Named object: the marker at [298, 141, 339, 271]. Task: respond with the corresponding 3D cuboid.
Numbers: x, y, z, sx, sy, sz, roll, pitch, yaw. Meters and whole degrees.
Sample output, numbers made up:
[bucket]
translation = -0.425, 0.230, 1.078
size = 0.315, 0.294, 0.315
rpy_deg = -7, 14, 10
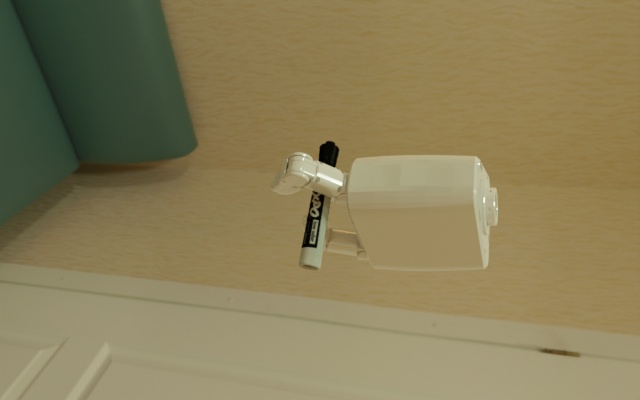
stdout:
[marker]
translation = 0.000, 0.001, 0.424
size = 0.020, 0.121, 0.020
rpy_deg = 9, -22, 3
